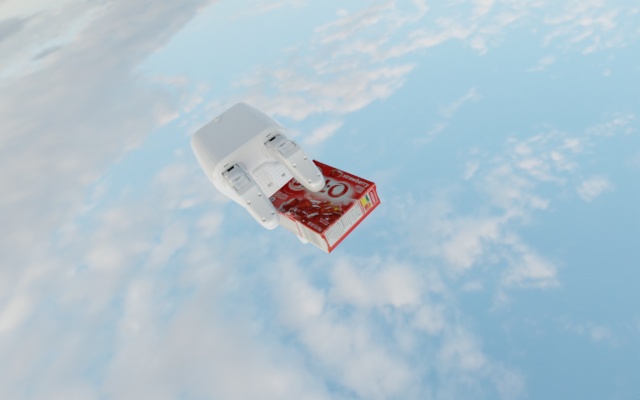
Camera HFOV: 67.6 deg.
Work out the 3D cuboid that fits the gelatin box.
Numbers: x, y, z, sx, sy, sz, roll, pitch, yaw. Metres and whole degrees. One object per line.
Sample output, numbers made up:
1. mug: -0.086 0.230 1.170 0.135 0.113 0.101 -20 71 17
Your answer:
1. gelatin box: 0.000 0.002 0.456 0.073 0.030 0.089 -42 43 -21
